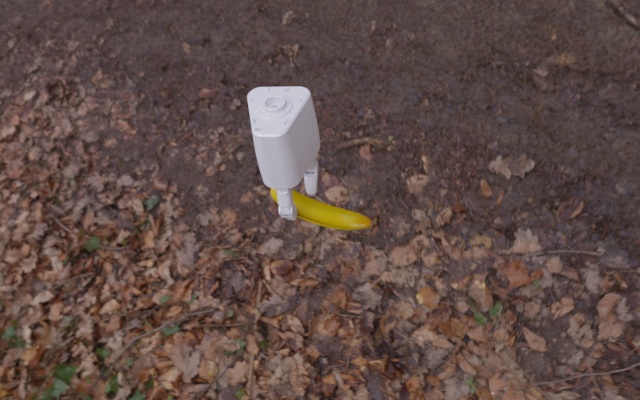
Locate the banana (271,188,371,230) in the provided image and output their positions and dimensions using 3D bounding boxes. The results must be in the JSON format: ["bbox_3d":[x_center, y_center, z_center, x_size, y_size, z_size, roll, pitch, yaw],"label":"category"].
[{"bbox_3d":[-0.012,0.009,0.806,0.198,0.037,0.069,25,37,21],"label":"banana"}]
